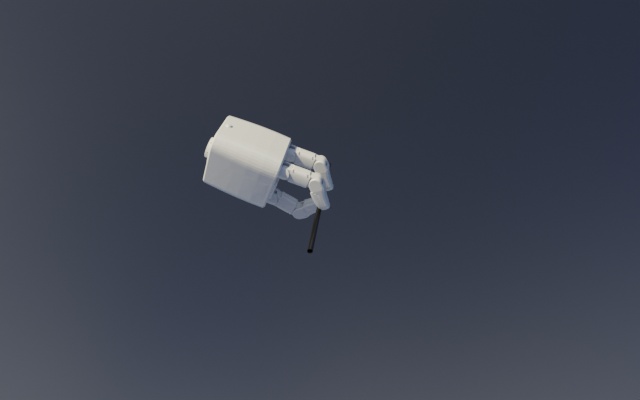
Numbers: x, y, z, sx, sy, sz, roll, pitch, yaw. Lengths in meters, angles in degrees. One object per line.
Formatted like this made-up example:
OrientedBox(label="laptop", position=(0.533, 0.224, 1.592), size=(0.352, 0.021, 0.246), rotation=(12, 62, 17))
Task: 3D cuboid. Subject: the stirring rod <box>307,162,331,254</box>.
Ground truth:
OrientedBox(label="stirring rod", position=(0.000, 0.002, 0.749), size=(0.011, 0.011, 0.239), rotation=(0, 34, 8))
